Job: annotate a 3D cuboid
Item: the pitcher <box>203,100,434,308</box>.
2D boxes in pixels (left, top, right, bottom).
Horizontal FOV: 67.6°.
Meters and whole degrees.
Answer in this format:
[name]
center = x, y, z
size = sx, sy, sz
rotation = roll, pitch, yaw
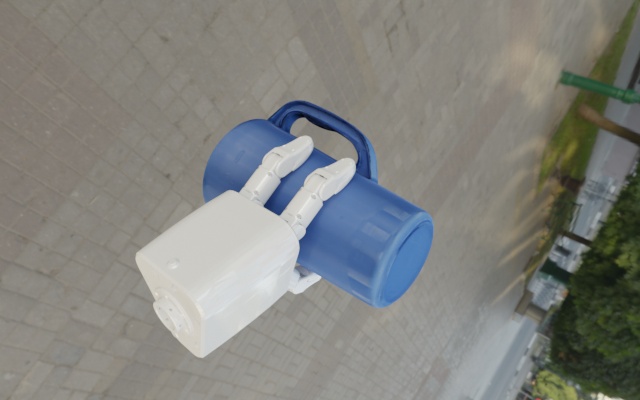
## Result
[pitcher]
center = 0.000, 0.002, 0.524
size = 0.242, 0.149, 0.145
rotation = 29, 46, 30
